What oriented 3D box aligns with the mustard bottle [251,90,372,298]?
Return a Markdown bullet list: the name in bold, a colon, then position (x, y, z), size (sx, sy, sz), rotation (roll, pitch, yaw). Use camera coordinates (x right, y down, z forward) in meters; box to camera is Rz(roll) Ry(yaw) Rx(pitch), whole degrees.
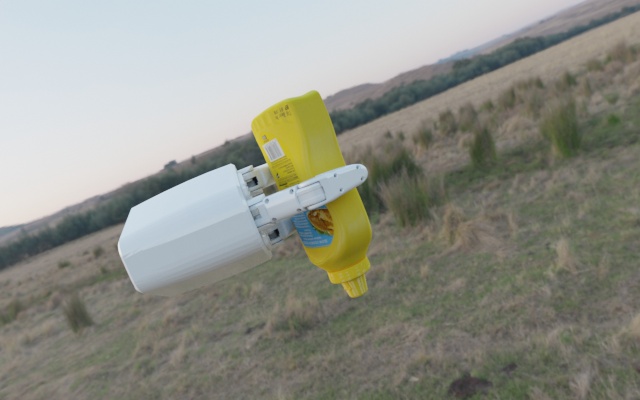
- **mustard bottle**: position (0.000, 0.001, 0.446), size (0.058, 0.191, 0.096), rotation (-25, 6, -29)
